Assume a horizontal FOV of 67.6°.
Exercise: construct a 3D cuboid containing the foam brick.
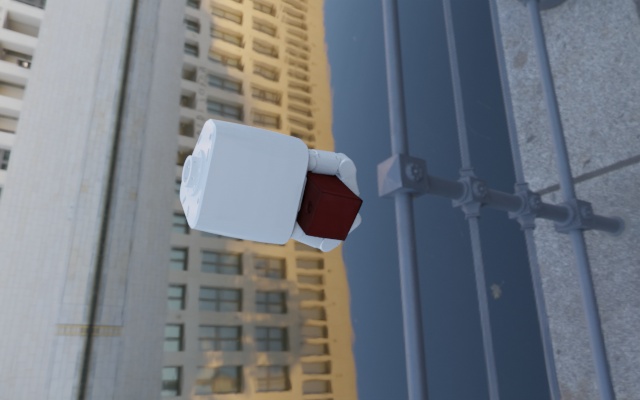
[{"bbox_3d":[0.000,0.002,0.530,0.051,0.053,0.078,11,21,-30],"label":"foam brick"}]
